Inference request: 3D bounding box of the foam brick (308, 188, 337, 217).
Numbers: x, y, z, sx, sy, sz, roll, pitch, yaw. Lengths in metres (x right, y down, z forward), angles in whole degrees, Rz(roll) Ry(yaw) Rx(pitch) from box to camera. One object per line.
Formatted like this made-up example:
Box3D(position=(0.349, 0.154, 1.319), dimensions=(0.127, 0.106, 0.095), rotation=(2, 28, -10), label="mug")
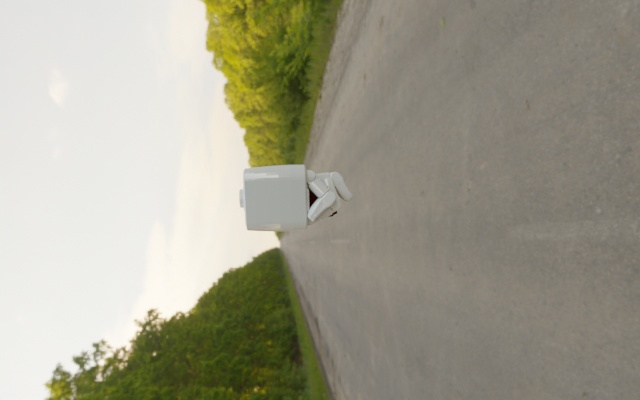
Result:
Box3D(position=(0.000, 0.003, 0.886), dimensions=(0.051, 0.053, 0.078), rotation=(-3, -6, -4), label="foam brick")
